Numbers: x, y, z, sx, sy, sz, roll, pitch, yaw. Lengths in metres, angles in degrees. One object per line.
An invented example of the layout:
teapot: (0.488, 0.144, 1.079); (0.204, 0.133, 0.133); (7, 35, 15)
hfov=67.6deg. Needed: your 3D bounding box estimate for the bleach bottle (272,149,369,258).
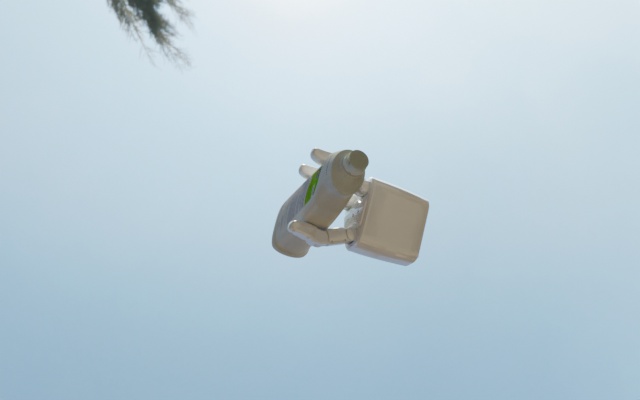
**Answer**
bleach bottle: (0.000, 0.002, 0.713); (0.068, 0.102, 0.251); (19, -29, -16)
